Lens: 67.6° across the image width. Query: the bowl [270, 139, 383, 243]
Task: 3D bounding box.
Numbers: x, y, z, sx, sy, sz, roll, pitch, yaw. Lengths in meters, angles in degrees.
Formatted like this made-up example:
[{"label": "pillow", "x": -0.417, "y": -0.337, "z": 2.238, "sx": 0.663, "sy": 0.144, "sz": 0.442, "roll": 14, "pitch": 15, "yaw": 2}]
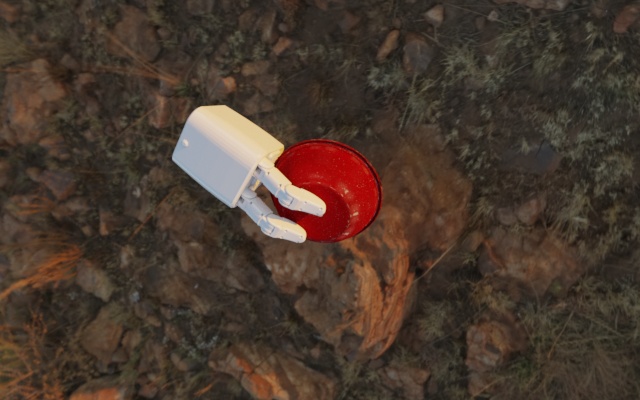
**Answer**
[{"label": "bowl", "x": 0.001, "y": 0.003, "z": 0.641, "sx": 0.162, "sy": 0.162, "sz": 0.055, "roll": 0, "pitch": 32, "yaw": 15}]
